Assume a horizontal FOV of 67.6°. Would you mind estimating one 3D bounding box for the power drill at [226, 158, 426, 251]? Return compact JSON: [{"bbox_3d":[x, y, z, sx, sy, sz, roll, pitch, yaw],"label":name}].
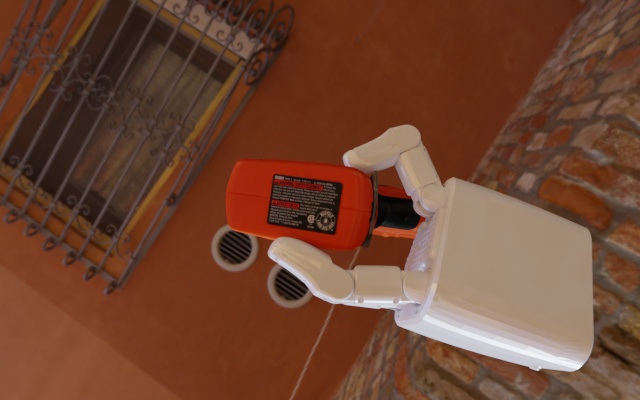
[{"bbox_3d":[0.000,0.001,0.408,0.184,0.057,0.187,6,1,21],"label":"power drill"}]
